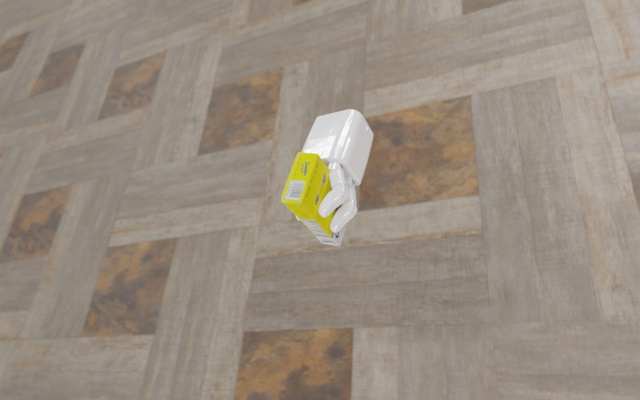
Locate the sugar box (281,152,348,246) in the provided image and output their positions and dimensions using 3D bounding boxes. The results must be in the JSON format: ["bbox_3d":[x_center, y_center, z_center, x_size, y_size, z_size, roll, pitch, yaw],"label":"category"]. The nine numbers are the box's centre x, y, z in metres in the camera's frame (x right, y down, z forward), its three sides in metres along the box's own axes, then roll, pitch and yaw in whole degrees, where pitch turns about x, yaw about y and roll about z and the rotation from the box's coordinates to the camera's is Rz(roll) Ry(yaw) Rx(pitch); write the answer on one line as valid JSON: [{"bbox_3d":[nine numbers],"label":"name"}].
[{"bbox_3d":[0.001,0.003,0.823,0.048,0.093,0.176,6,-24,31],"label":"sugar box"}]
